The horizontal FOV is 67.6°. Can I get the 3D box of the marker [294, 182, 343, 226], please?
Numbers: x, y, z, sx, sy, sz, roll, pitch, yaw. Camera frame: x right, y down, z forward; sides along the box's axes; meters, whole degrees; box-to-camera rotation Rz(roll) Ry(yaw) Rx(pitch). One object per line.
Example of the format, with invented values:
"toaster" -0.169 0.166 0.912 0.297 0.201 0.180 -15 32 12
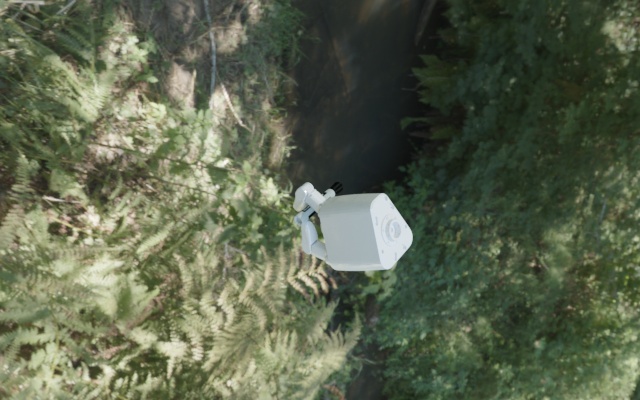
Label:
"marker" 0.000 0.003 0.804 0.020 0.020 0.121 0 30 43
